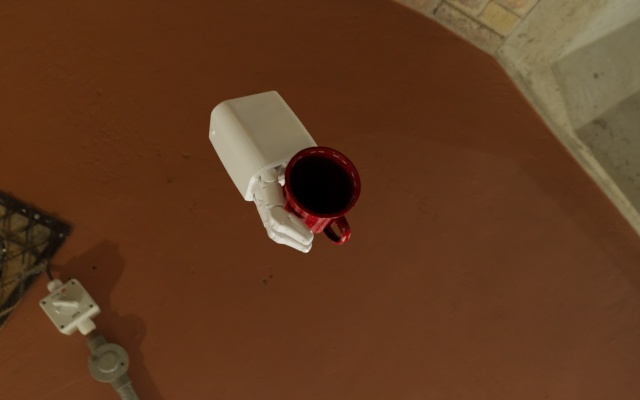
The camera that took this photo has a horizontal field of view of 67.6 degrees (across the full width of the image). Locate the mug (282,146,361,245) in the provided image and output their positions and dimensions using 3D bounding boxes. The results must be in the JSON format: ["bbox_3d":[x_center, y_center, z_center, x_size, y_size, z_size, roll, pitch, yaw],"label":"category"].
[{"bbox_3d":[0.001,0.003,0.592,0.093,0.117,0.081,-28,-12,-24],"label":"mug"}]
